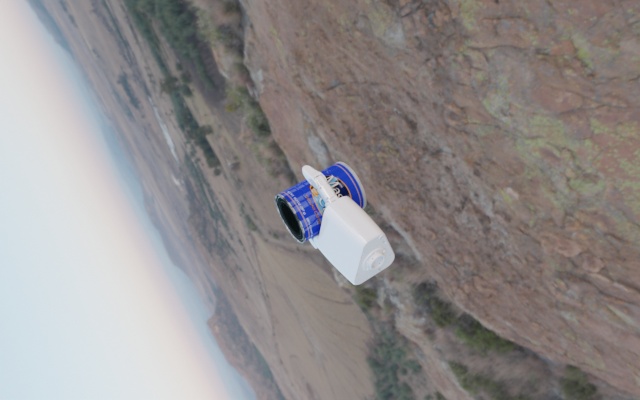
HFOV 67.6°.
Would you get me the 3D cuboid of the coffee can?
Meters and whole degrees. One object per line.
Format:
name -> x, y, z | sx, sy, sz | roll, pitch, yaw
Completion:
coffee can -> 0.000, 0.003, 0.894 | 0.140, 0.103, 0.103 | -29, 10, -19
